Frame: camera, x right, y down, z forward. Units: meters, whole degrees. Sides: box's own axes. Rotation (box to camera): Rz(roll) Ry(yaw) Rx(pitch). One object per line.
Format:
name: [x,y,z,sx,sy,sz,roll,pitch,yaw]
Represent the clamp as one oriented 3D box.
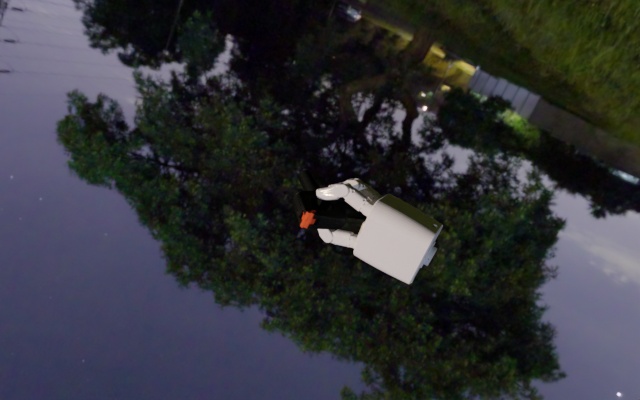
clamp: [0.000,0.004,0.815,0.164,0.036,0.210,30,19,15]
